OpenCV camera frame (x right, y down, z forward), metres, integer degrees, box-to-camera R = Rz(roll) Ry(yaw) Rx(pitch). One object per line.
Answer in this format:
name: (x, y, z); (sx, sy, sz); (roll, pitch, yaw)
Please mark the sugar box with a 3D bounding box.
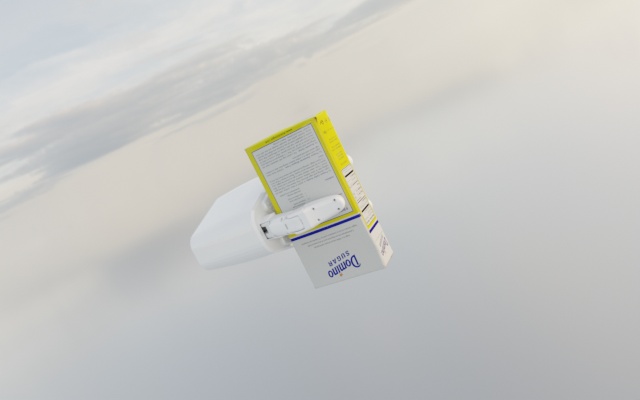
sugar box: (0.000, 0.001, 0.521); (0.093, 0.176, 0.048); (-21, 12, 27)
